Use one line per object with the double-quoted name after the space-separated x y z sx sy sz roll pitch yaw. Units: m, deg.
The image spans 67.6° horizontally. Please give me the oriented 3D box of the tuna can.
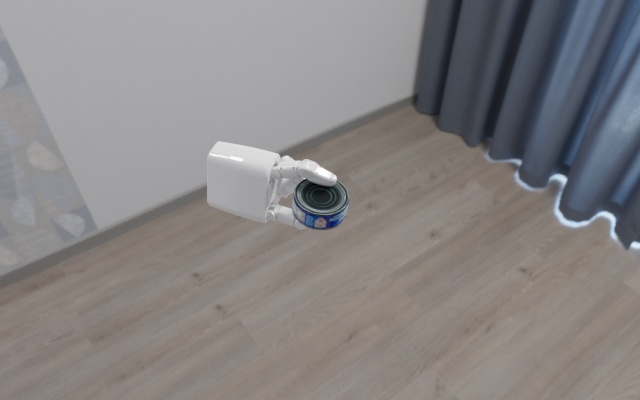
0.000 0.002 0.726 0.086 0.086 0.034 0 -44 -8 "tuna can"
